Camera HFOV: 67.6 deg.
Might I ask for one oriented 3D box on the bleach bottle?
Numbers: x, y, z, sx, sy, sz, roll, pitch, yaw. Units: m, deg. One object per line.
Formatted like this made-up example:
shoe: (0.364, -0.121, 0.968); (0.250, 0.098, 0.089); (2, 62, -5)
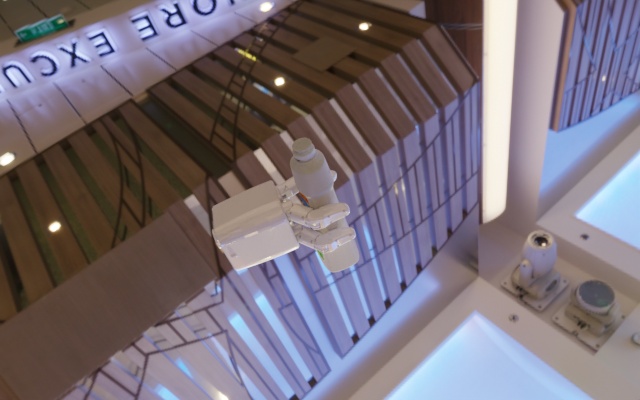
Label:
bleach bottle: (0.000, 0.003, 0.744); (0.068, 0.251, 0.102); (-23, 45, -5)
